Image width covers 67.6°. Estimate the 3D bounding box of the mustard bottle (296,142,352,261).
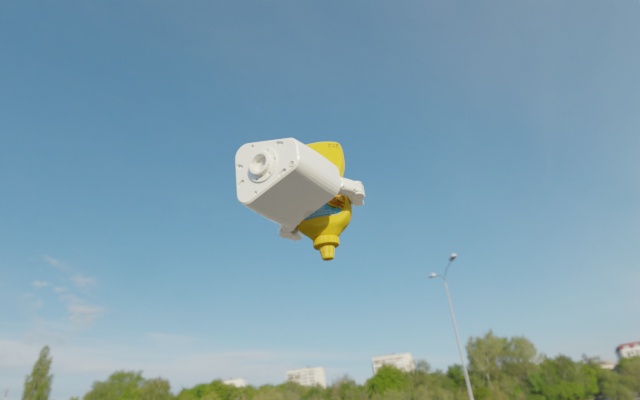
[{"bbox_3d":[0.000,0.002,0.764,0.096,0.191,0.058,-10,-24,5],"label":"mustard bottle"}]
